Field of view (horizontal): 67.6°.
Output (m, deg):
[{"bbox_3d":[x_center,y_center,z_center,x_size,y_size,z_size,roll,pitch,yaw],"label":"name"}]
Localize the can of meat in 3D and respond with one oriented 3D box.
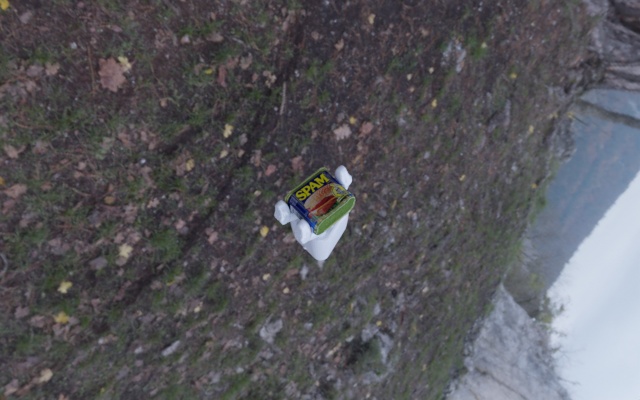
[{"bbox_3d":[0.000,0.003,0.862,0.102,0.084,0.057,-38,-23,-21],"label":"can of meat"}]
